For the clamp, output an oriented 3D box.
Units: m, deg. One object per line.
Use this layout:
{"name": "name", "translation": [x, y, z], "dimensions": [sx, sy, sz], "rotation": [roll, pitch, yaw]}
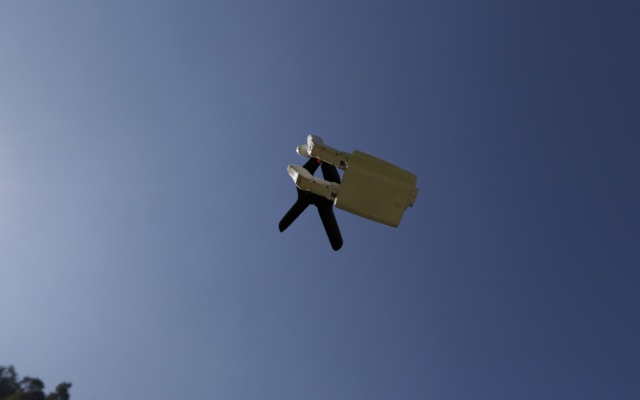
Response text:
{"name": "clamp", "translation": [0.000, 0.002, 0.802], "dimensions": [0.120, 0.171, 0.039], "rotation": [23, 27, 10]}
